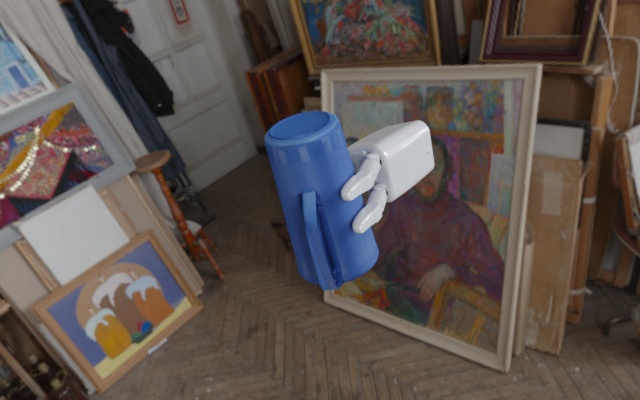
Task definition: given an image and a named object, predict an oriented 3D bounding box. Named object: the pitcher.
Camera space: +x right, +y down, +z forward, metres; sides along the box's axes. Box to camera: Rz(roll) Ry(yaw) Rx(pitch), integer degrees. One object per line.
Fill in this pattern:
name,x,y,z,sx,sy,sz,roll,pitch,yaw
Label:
pitcher,0.000,0.002,0.706,0.145,0.243,0.149,-32,33,-25
